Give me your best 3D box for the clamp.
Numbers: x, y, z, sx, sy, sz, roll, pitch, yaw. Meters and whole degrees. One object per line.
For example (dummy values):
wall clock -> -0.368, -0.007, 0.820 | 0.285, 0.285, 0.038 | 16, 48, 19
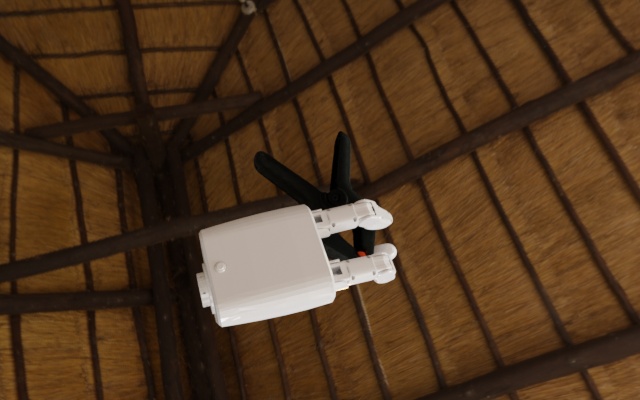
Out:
clamp -> 0.000, 0.002, 0.520 | 0.120, 0.171, 0.039 | -12, -26, -17
